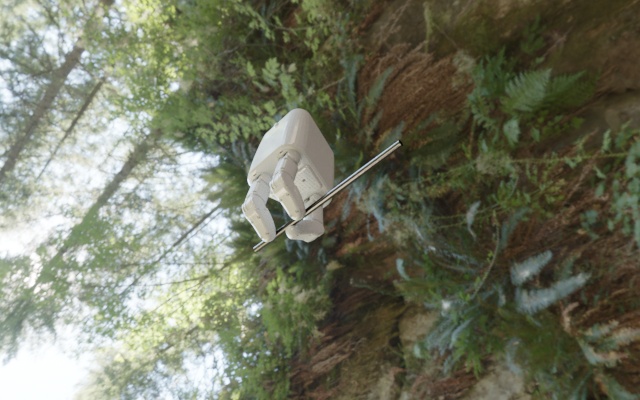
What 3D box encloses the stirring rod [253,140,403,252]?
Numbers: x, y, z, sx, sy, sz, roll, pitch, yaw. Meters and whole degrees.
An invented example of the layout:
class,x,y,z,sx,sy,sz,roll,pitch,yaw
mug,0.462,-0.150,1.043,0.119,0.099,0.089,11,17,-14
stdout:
class,x,y,z,sx,sy,sz,roll,pitch,yaw
stirring rod,0.000,0.002,0.559,0.239,0.011,0.011,-36,-20,30
